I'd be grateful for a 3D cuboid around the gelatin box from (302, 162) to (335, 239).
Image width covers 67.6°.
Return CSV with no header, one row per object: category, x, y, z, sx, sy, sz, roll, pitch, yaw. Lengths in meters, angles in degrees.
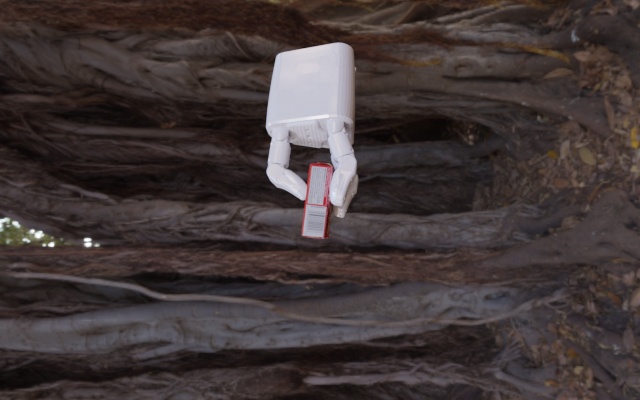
gelatin box,0.000,0.002,0.592,0.030,0.089,0.073,6,-3,5
